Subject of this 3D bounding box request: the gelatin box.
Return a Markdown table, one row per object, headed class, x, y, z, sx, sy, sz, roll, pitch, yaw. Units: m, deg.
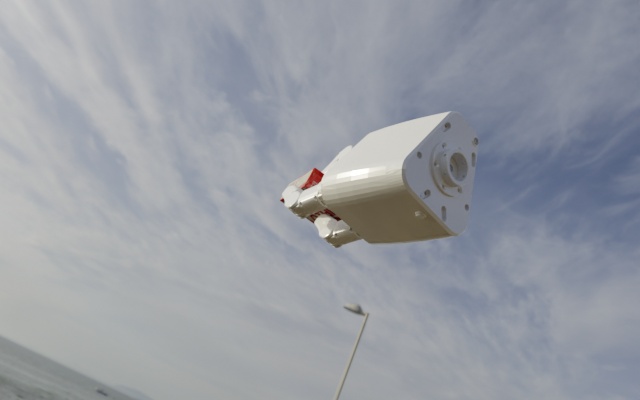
| class | x | y | z | sx | sy | sz | roll | pitch | yaw |
| --- | --- | --- | --- | --- | --- | --- | --- | --- | --- |
| gelatin box | 0.000 | 0.002 | 0.571 | 0.073 | 0.030 | 0.089 | 35 | -22 | -14 |
